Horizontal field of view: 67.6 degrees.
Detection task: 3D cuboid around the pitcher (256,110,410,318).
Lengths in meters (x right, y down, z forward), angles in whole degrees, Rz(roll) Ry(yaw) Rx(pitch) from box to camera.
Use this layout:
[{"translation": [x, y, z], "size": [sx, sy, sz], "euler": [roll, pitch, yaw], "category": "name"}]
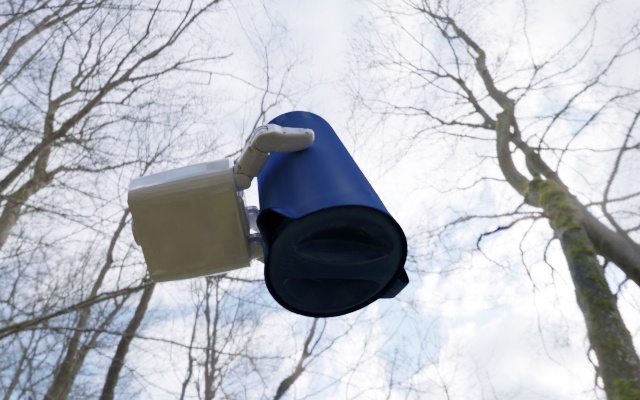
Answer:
[{"translation": [0.000, 0.002, 0.525], "size": [0.145, 0.149, 0.242], "euler": [-12, 35, -6], "category": "pitcher"}]
